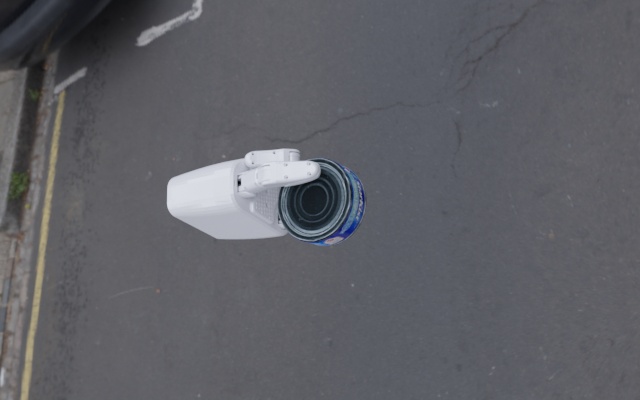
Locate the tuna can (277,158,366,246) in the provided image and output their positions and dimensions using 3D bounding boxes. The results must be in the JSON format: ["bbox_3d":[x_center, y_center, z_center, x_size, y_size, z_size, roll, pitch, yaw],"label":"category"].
[{"bbox_3d":[0.000,0.001,0.476,0.086,0.086,0.034,0,-11,30],"label":"tuna can"}]
